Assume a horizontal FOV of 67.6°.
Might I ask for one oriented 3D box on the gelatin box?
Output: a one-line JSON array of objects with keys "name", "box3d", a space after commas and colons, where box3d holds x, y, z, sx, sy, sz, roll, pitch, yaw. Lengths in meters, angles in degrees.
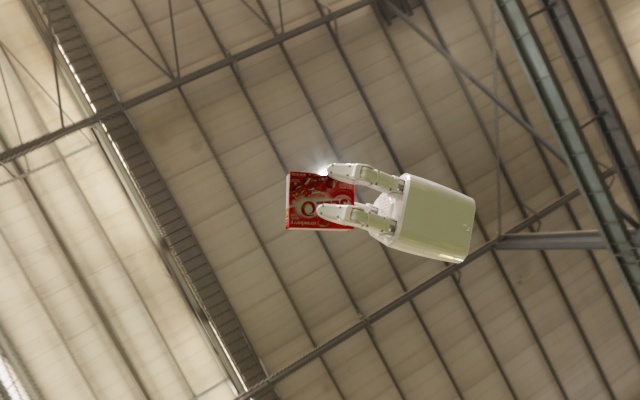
[{"name": "gelatin box", "box3d": [0.000, 0.002, 0.622, 0.089, 0.073, 0.030, 3, -9, -13]}]
